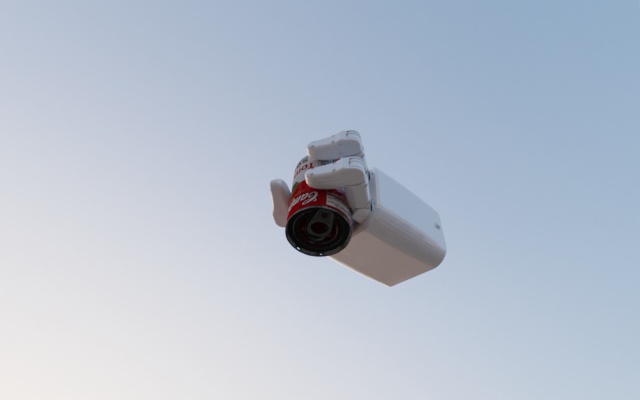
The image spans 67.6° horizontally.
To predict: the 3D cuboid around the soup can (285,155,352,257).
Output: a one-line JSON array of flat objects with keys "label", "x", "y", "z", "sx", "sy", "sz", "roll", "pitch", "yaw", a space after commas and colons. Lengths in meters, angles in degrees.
[{"label": "soup can", "x": 0.000, "y": 0.001, "z": 0.520, "sx": 0.068, "sy": 0.069, "sz": 0.102, "roll": 0, "pitch": 38, "yaw": 3}]
